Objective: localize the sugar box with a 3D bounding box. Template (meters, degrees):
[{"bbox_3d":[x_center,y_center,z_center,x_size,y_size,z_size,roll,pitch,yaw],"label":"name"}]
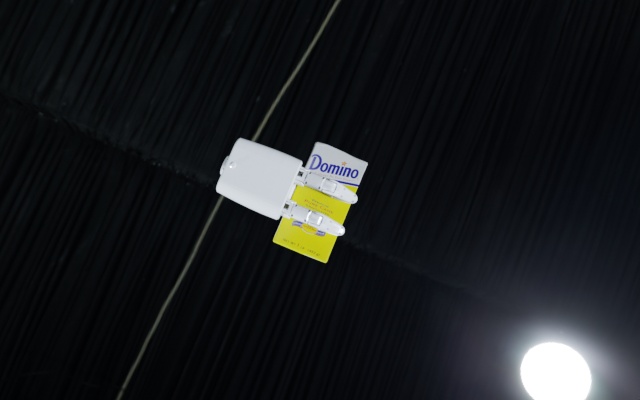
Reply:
[{"bbox_3d":[0.000,0.003,0.770,0.093,0.176,0.048,23,-6,-3],"label":"sugar box"}]
